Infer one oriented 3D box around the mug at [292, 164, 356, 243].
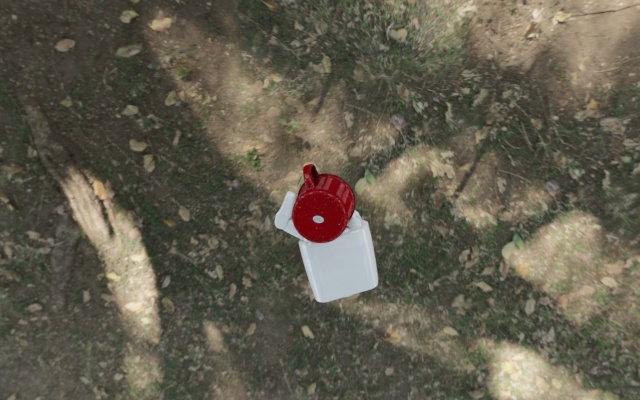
[{"bbox_3d":[0.000,0.001,0.705,0.093,0.117,0.081,-14,13,12],"label":"mug"}]
